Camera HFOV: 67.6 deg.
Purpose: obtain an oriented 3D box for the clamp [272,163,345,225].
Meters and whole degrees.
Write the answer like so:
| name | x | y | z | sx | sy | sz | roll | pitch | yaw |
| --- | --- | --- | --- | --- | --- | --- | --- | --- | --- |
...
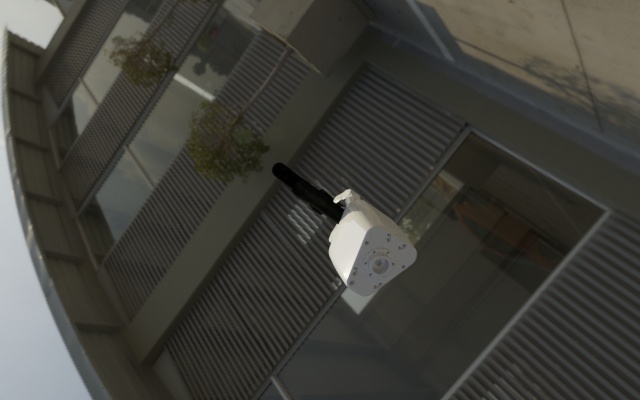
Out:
| name | x | y | z | sx | sy | sz | roll | pitch | yaw |
| --- | --- | --- | --- | --- | --- | --- | --- | --- | --- |
| clamp | 0.000 | 0.003 | 0.770 | 0.171 | 0.039 | 0.120 | 34 | 10 | -20 |
